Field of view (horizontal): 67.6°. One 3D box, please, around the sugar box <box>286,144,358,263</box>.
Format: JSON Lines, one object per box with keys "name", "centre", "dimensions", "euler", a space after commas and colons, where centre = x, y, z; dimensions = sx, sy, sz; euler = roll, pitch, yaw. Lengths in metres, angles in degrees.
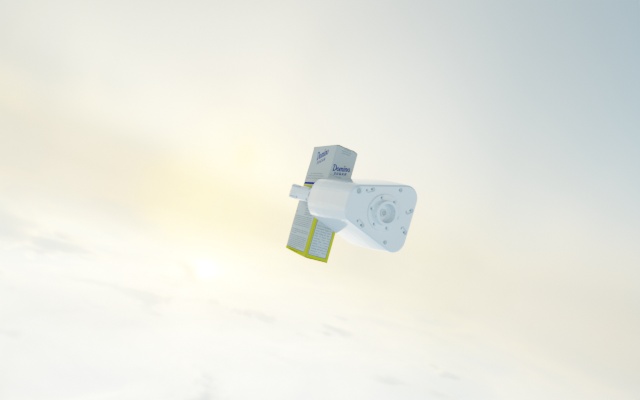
{"name": "sugar box", "centre": [0.001, 0.003, 0.751], "dimensions": [0.048, 0.176, 0.093], "euler": [20, -4, -24]}
